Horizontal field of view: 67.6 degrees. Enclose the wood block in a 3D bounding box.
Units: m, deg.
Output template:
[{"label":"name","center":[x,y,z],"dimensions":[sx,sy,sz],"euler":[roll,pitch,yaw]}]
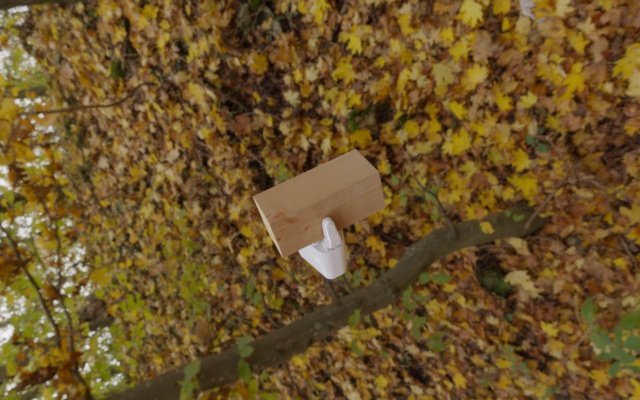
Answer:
[{"label":"wood block","center":[0.000,0.003,0.849],"dimensions":[0.206,0.090,0.090],"euler":[-26,42,-11]}]
